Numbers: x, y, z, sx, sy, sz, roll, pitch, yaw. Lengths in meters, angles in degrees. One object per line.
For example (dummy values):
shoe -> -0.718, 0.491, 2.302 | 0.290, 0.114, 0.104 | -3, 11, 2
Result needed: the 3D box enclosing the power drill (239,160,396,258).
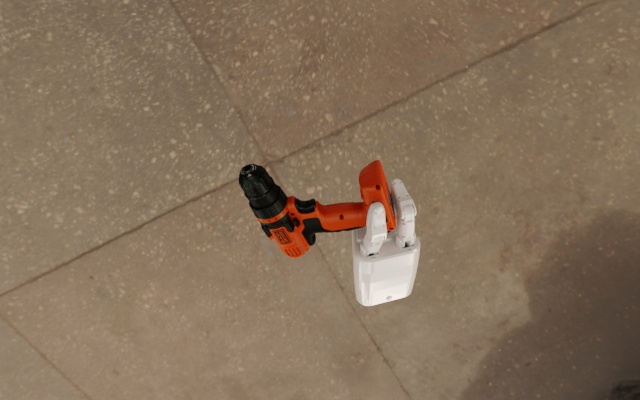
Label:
power drill -> 0.001, 0.002, 0.657 | 0.187, 0.057, 0.185 | -12, -41, 15
